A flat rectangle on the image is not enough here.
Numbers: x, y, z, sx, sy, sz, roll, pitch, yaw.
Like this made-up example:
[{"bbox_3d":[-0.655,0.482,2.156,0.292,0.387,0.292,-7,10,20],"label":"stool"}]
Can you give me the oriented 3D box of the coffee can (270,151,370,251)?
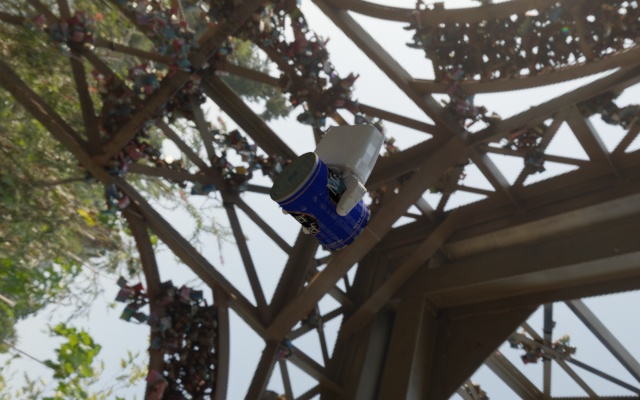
[{"bbox_3d":[0.000,0.003,0.796,0.140,0.102,0.103,43,-22,-25],"label":"coffee can"}]
